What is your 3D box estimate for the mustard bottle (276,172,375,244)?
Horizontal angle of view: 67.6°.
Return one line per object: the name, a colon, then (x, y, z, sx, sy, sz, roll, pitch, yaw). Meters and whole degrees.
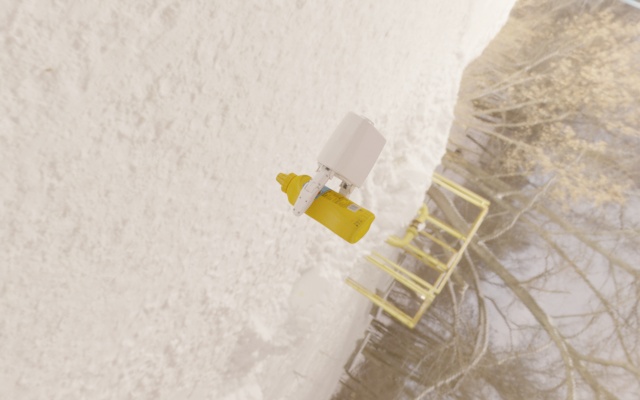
mustard bottle: (0.000, 0.003, 0.861, 0.191, 0.058, 0.096, 32, 25, 16)
